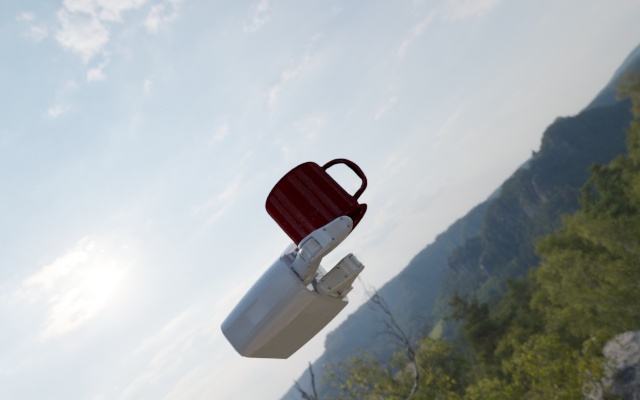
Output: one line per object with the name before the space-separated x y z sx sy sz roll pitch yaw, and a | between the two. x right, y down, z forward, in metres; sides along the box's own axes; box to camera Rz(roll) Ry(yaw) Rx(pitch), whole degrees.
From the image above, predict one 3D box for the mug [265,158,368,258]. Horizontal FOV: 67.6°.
mug | 0.001 0.001 0.535 0.081 0.117 0.093 45 7 17
